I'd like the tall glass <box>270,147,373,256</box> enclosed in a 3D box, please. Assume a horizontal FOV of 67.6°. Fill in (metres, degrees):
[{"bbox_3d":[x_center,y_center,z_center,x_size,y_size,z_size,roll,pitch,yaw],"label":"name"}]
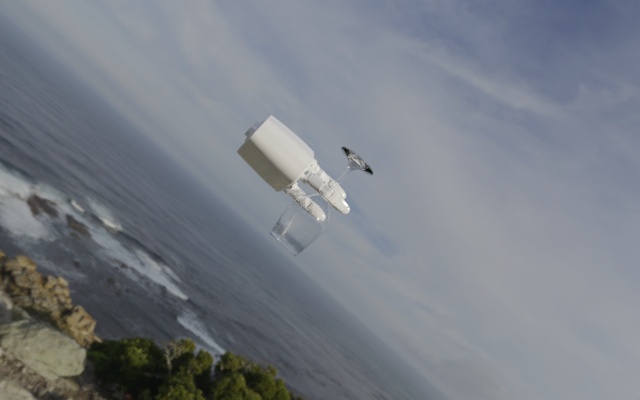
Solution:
[{"bbox_3d":[0.001,0.002,0.841,0.079,0.201,0.079,41,-6,6],"label":"tall glass"}]
